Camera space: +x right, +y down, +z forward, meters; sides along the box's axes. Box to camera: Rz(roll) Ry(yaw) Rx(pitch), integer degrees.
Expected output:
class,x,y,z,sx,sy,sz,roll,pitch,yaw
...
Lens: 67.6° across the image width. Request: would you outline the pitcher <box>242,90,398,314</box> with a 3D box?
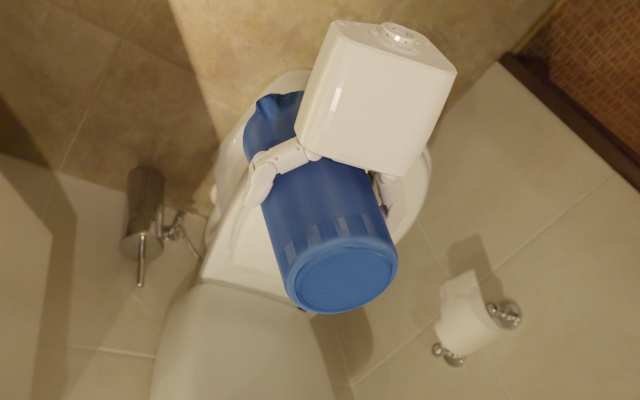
class,x,y,z,sx,sy,sz,roll,pitch,yaw
pitcher,0.000,0.002,0.523,0.149,0.145,0.242,6,39,-22
